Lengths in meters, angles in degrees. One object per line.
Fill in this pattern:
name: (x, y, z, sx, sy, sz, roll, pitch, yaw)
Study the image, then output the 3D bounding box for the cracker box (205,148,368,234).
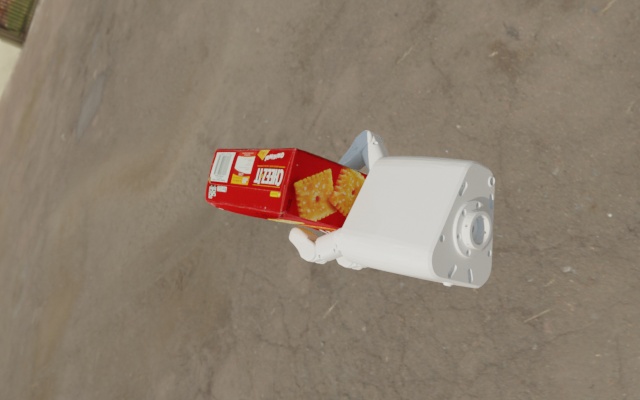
cracker box: (0.000, 0.002, 0.550, 0.214, 0.072, 0.164, 18, -7, -39)
